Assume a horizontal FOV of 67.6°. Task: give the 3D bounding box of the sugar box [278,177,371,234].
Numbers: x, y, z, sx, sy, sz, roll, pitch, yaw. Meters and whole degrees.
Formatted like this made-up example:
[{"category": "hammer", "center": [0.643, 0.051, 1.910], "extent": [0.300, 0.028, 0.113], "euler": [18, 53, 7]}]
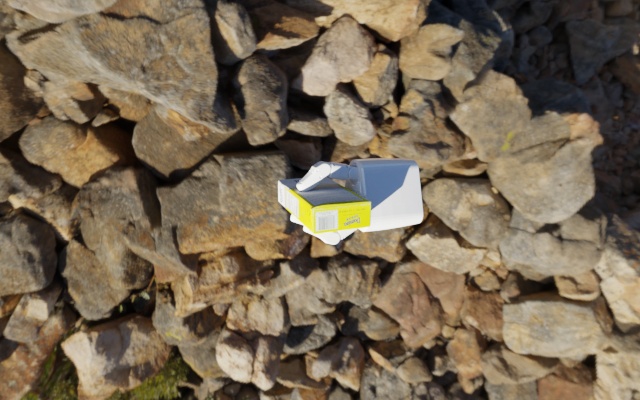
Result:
[{"category": "sugar box", "center": [0.000, 0.003, 0.756], "extent": [0.093, 0.048, 0.176], "euler": [-5, 14, -19]}]
